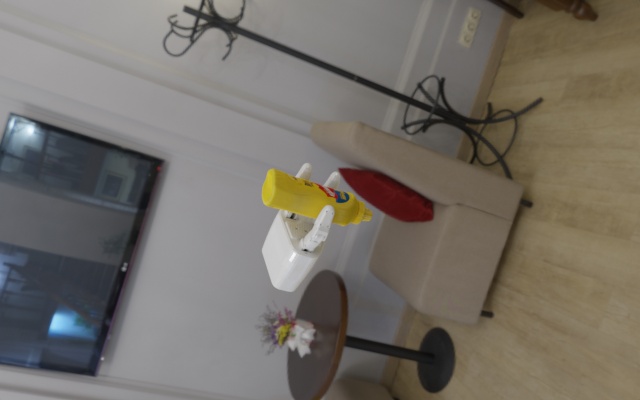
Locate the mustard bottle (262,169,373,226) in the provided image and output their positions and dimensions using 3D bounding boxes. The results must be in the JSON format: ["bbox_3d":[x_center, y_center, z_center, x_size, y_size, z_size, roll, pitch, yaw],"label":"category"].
[{"bbox_3d":[0.000,0.002,0.808,0.191,0.058,0.096,17,14,-18],"label":"mustard bottle"}]
